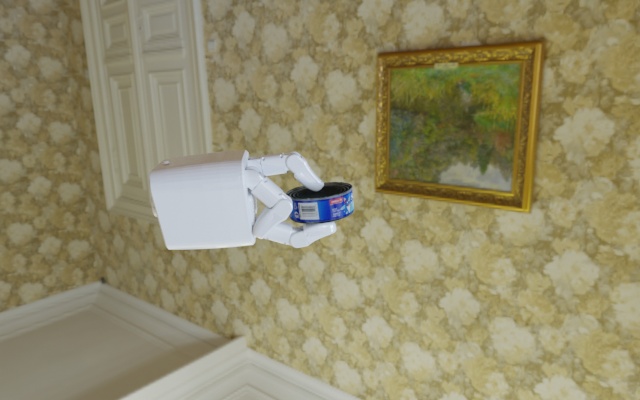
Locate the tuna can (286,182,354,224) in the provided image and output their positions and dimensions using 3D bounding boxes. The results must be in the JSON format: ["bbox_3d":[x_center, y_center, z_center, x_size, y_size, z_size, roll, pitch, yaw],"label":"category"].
[{"bbox_3d":[0.000,0.003,0.613,0.086,0.034,0.086,-7,14,2],"label":"tuna can"}]
